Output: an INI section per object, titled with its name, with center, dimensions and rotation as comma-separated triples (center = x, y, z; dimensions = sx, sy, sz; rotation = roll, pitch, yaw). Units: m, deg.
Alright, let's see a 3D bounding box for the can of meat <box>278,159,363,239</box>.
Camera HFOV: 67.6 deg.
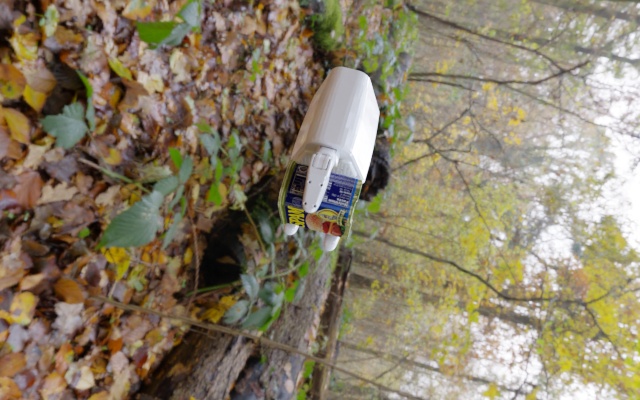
[can of meat]
center = 0.000, 0.002, 0.559
dimensions = 0.084, 0.057, 0.102
rotation = 15, -20, 4
